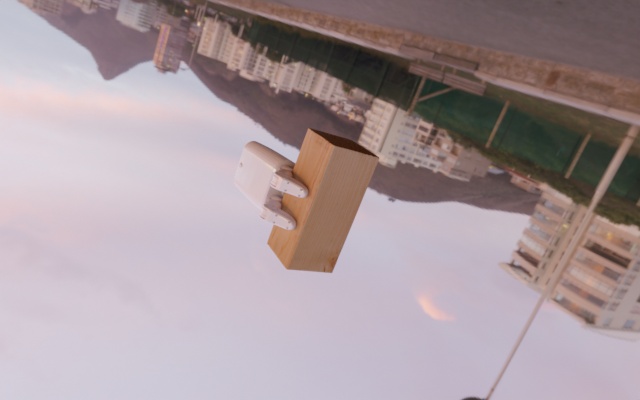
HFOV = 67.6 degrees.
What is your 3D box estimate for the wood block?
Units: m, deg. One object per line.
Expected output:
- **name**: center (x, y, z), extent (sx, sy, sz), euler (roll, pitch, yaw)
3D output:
- **wood block**: center (0.000, 0.002, 0.764), extent (0.091, 0.206, 0.090), euler (10, 19, -34)
